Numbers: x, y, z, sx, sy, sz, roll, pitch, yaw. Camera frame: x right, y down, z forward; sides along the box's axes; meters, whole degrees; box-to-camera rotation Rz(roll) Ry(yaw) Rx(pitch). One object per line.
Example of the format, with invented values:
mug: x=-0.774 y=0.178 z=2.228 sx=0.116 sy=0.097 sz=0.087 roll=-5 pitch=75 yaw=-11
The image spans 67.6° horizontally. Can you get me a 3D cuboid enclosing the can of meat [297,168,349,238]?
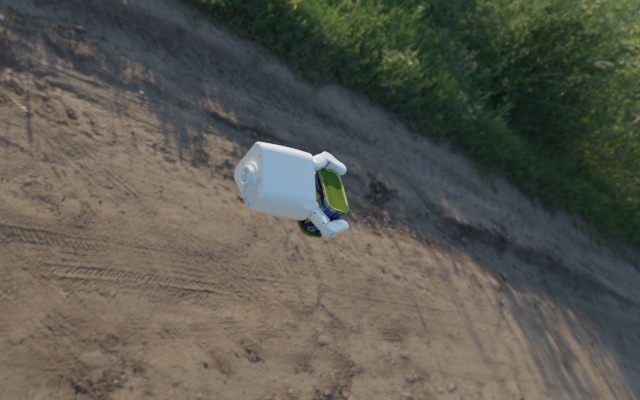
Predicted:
can of meat: x=0.000 y=0.003 z=0.867 sx=0.057 sy=0.102 sz=0.084 roll=14 pitch=-42 yaw=-36
